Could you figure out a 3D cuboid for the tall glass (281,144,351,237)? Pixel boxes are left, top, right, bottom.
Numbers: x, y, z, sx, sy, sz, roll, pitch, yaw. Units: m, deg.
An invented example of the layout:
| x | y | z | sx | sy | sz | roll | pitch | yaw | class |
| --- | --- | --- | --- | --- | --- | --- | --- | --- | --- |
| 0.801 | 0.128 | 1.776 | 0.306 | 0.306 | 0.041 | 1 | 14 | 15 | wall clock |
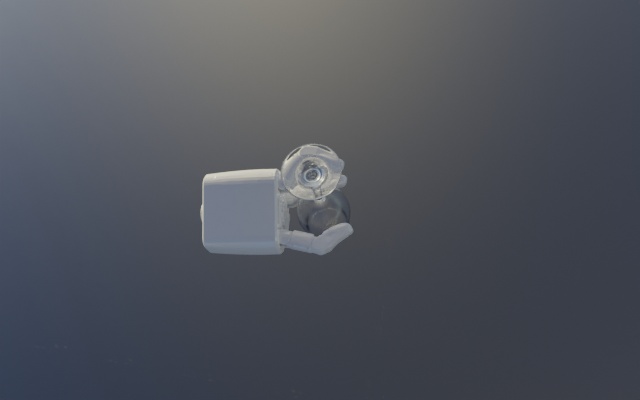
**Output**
| x | y | z | sx | sy | sz | roll | pitch | yaw | class |
| --- | --- | --- | --- | --- | --- | --- | --- | --- | --- |
| 0.000 | 0.002 | 0.659 | 0.079 | 0.079 | 0.201 | 0 | -22 | 8 | tall glass |
